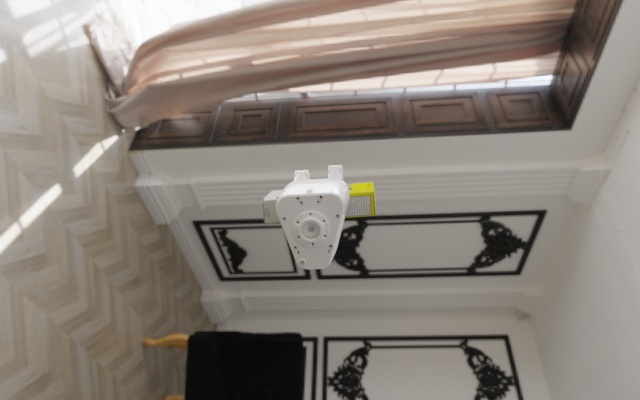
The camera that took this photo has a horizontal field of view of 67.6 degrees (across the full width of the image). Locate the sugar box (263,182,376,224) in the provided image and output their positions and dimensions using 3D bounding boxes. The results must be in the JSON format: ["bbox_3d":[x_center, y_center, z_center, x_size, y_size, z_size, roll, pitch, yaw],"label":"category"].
[{"bbox_3d":[0.000,0.002,0.780,0.176,0.048,0.093,-2,11,5],"label":"sugar box"}]
